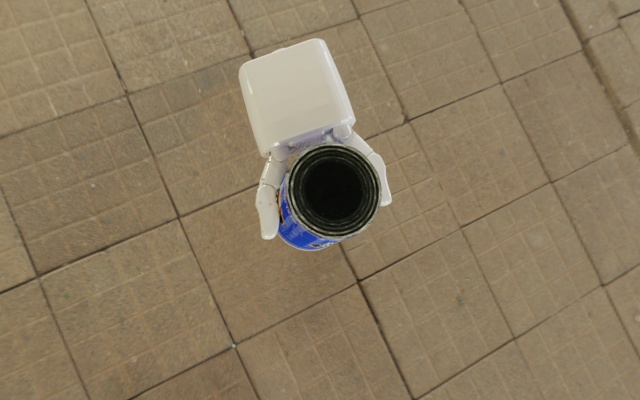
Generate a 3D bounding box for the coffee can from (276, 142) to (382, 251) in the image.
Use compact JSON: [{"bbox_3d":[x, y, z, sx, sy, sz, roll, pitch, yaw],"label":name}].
[{"bbox_3d":[0.000,0.002,0.555,0.103,0.102,0.140,0,-10,-12],"label":"coffee can"}]
